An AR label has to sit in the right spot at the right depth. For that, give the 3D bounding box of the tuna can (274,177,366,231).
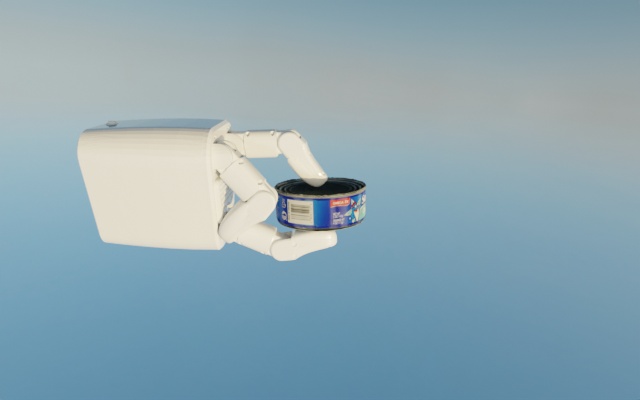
[{"bbox_3d":[0.000,0.002,0.451,0.086,0.034,0.086,-1,13,0],"label":"tuna can"}]
